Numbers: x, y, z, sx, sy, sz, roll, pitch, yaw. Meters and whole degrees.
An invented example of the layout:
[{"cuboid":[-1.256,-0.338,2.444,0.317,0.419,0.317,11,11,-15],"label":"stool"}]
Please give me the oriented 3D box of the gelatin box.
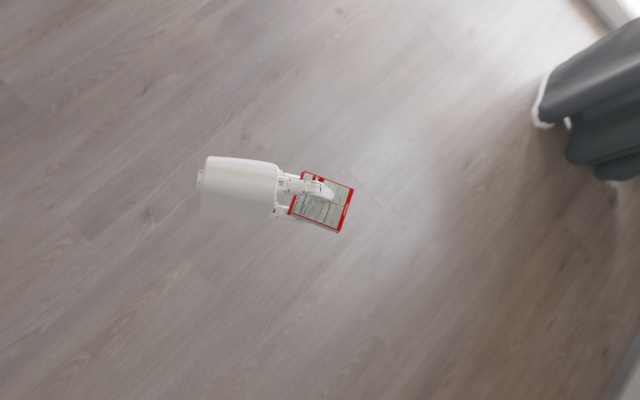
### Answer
[{"cuboid":[0.001,0.003,0.758,0.089,0.073,0.030,20,-14,-5],"label":"gelatin box"}]
